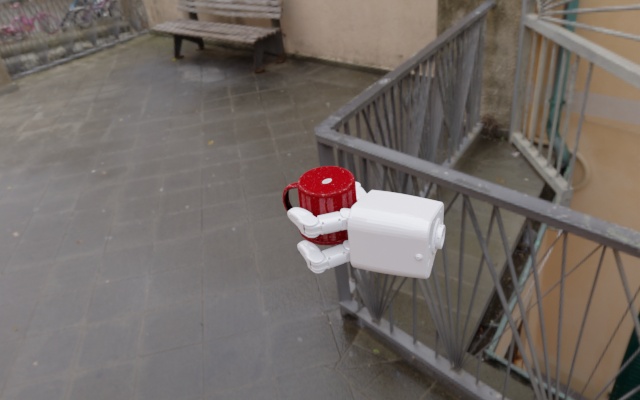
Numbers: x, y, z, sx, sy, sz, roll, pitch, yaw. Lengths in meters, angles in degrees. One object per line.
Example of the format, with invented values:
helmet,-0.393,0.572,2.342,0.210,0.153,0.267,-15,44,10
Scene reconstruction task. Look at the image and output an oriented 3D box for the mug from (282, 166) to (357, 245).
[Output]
mug,-0.001,0.002,0.686,0.117,0.082,0.093,9,36,22
